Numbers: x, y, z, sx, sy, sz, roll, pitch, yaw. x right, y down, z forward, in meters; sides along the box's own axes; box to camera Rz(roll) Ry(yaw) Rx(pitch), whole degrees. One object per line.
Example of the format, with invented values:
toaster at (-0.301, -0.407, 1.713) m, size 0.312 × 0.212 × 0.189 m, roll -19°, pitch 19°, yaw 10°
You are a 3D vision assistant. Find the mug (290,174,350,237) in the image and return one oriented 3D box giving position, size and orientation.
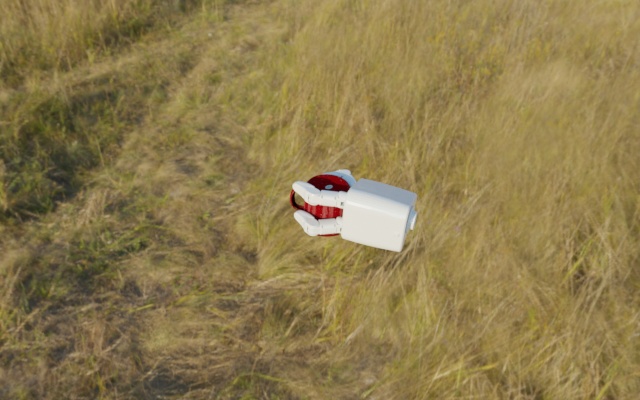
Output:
mug at (-0.001, 0.002, 0.871) m, size 0.117 × 0.082 × 0.093 m, roll 15°, pitch 37°, yaw 14°
